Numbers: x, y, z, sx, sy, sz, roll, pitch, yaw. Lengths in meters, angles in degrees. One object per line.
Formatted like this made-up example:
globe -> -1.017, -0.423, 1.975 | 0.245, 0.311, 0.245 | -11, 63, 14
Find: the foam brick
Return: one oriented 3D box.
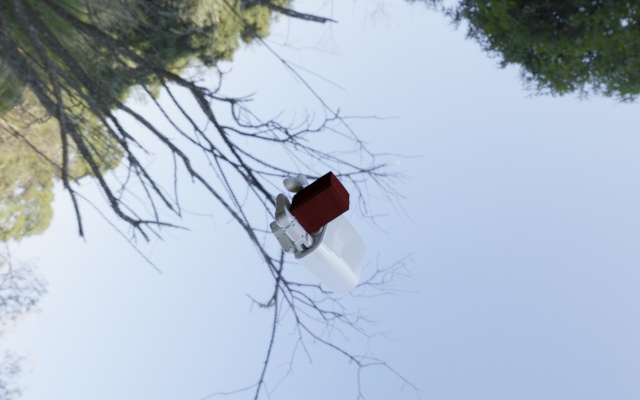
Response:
foam brick -> 0.000, 0.002, 0.724 | 0.078, 0.051, 0.053 | -33, 21, 20
